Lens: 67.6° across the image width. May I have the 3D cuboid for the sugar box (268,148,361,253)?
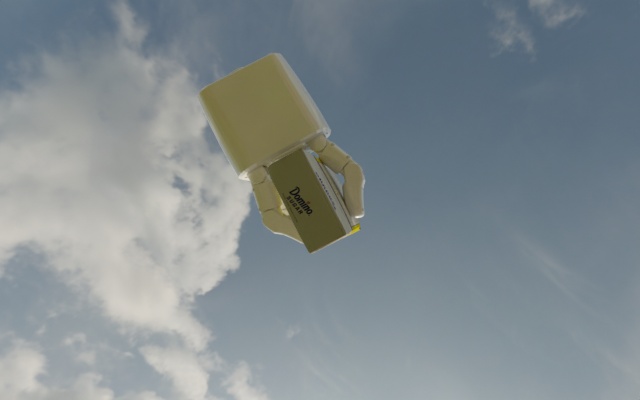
[{"bbox_3d":[0.000,0.002,0.518,0.048,0.093,0.176,-28,-6,10],"label":"sugar box"}]
